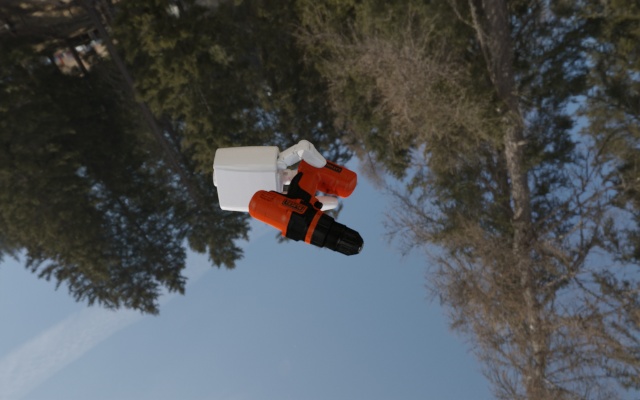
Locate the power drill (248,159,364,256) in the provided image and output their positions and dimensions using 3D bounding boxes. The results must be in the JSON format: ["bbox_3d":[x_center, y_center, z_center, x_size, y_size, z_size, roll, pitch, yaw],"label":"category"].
[{"bbox_3d":[0.000,0.002,0.774,0.184,0.057,0.187,24,33,7],"label":"power drill"}]
